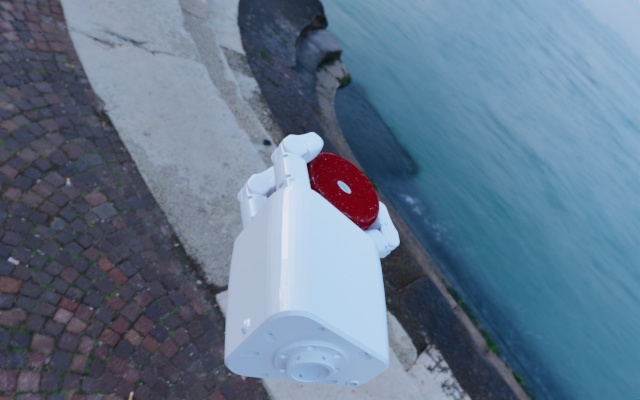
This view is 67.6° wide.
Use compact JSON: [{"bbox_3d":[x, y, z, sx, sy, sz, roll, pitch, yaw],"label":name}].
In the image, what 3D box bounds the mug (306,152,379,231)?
[{"bbox_3d":[0.000,0.000,0.457,0.093,0.117,0.081,24,-50,-26],"label":"mug"}]
